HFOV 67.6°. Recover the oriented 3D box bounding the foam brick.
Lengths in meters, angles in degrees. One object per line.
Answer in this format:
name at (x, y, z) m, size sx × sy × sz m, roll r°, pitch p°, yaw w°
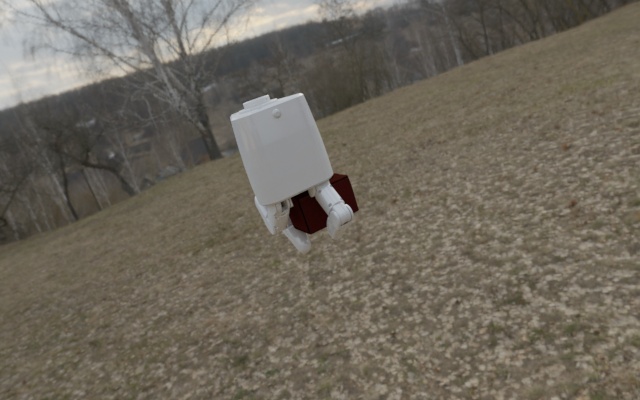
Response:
foam brick at (0.000, 0.002, 0.618) m, size 0.078 × 0.051 × 0.053 m, roll -25°, pitch 17°, yaw -23°
